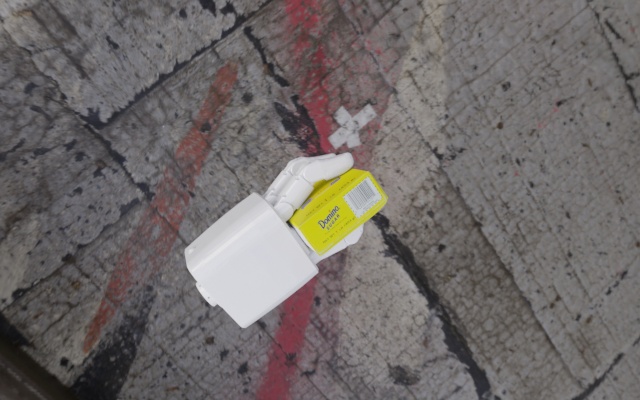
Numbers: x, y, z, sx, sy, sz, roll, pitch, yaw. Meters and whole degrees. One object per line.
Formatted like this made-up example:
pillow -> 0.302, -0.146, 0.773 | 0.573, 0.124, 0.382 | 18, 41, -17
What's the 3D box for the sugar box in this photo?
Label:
sugar box -> 0.000, 0.001, 0.553 | 0.093, 0.048, 0.176 | -38, 18, -9
